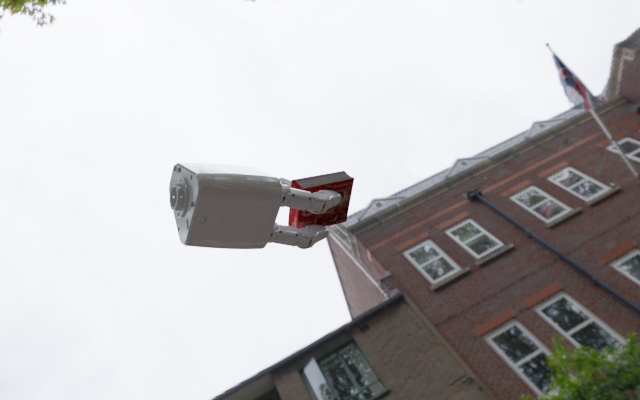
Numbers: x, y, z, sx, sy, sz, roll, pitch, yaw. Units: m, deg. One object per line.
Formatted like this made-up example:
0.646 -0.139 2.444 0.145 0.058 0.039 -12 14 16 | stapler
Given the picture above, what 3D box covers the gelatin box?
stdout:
0.000 0.002 0.666 0.089 0.073 0.030 -12 36 -31 | gelatin box
